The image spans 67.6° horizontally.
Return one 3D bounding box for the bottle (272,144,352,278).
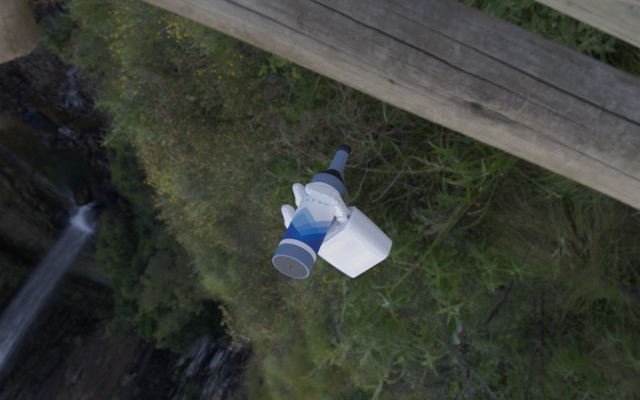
[{"bbox_3d":[0.000,0.003,0.879,0.069,0.295,0.069,16,-37,12],"label":"bottle"}]
